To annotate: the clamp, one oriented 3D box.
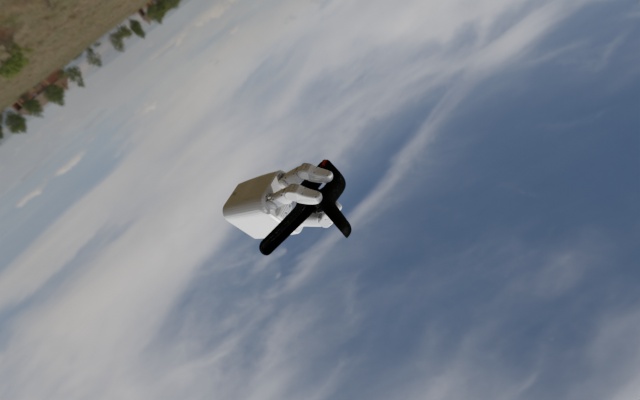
[{"bbox_3d":[0.000,0.003,0.797,0.164,0.036,0.209,-9,39,33],"label":"clamp"}]
